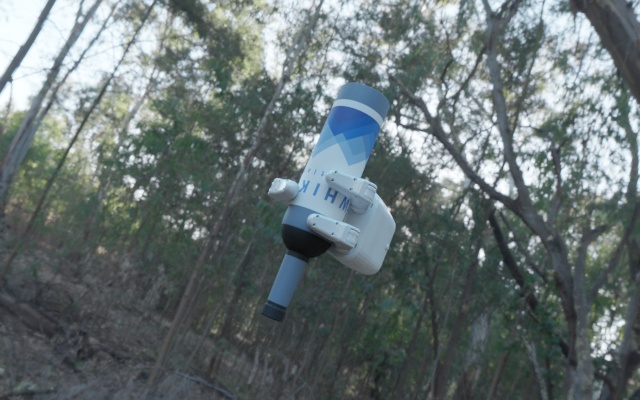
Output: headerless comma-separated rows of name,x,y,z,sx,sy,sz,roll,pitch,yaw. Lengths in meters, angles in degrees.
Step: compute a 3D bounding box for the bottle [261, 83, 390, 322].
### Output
bottle,0.000,0.002,0.576,0.069,0.295,0.069,22,-11,5
